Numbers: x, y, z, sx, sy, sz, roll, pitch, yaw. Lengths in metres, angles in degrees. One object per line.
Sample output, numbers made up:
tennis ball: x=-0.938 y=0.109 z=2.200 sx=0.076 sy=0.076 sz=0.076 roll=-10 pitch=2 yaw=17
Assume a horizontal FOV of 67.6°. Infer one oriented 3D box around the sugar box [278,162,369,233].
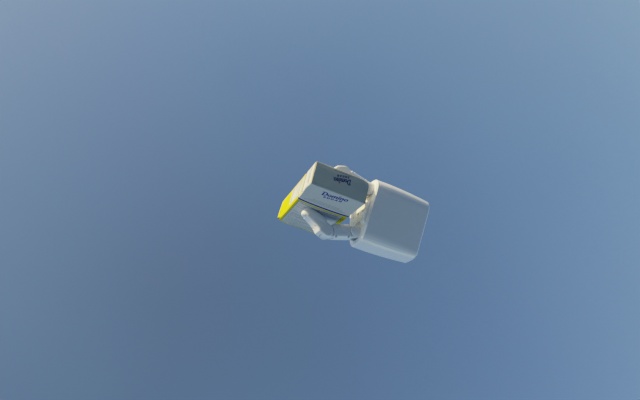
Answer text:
sugar box: x=0.000 y=0.002 z=0.786 sx=0.093 sy=0.048 sz=0.176 roll=21 pitch=-29 yaw=-14
